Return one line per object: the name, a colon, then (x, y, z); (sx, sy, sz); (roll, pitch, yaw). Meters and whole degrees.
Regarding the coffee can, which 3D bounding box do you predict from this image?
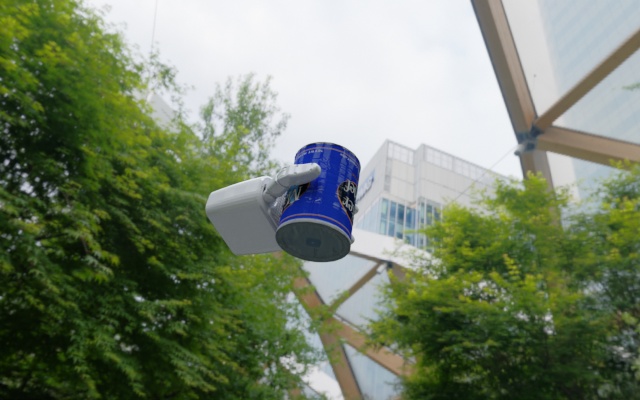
coffee can: (0.000, 0.002, 0.679); (0.103, 0.140, 0.103); (7, -35, 5)
